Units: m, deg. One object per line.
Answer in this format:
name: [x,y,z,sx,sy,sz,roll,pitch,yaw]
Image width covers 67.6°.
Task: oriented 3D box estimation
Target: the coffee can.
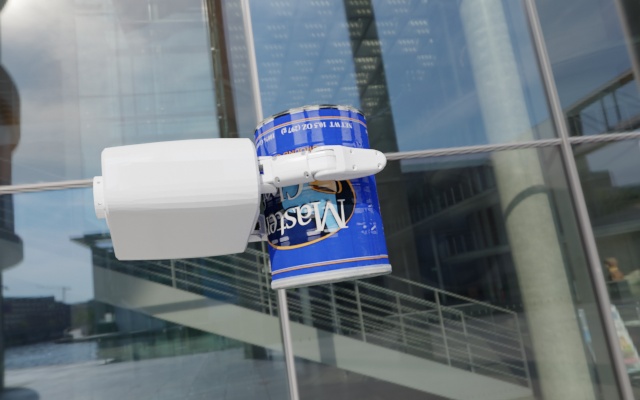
coffee can: [0.000,0.001,0.419,0.103,0.140,0.103,-8,-11,-2]
